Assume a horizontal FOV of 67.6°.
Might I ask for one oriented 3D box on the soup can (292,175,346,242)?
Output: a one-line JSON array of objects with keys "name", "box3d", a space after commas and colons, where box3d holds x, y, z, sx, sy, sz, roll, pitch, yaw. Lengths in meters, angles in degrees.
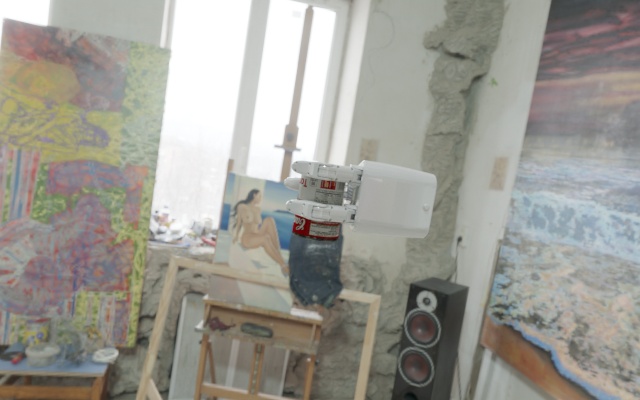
[{"name": "soup can", "box3d": [0.000, 0.002, 0.681, 0.068, 0.102, 0.068, 9, 5, -1]}]
